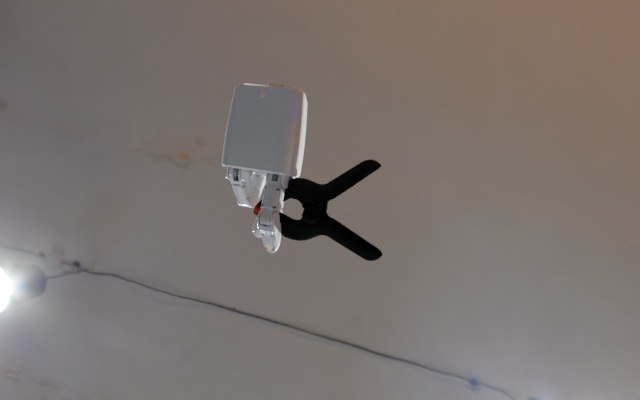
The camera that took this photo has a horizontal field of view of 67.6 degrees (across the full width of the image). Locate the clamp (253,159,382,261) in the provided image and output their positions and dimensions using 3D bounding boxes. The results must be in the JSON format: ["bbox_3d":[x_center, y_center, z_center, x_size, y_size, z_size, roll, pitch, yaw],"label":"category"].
[{"bbox_3d":[0.000,0.002,0.592,0.171,0.120,0.039,10,3,17],"label":"clamp"}]
